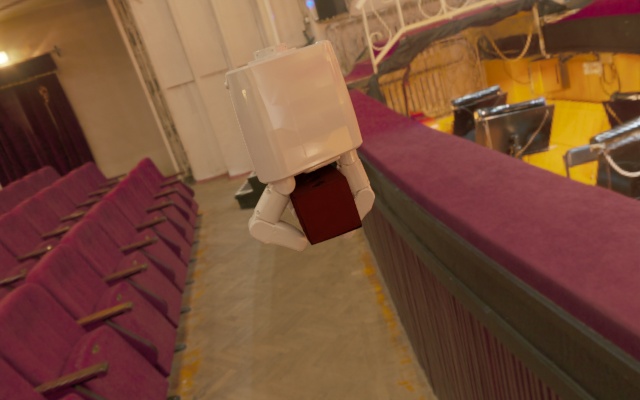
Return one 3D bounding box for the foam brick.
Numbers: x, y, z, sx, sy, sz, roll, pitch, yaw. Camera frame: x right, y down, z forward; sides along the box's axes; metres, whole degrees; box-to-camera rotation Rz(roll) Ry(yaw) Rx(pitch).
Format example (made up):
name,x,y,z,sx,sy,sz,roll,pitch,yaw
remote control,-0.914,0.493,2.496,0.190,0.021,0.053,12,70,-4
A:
name,x,y,z,sx,sy,sz,roll,pitch,yaw
foam brick,0.000,0.002,0.469,0.053,0.051,0.078,-21,17,-7
